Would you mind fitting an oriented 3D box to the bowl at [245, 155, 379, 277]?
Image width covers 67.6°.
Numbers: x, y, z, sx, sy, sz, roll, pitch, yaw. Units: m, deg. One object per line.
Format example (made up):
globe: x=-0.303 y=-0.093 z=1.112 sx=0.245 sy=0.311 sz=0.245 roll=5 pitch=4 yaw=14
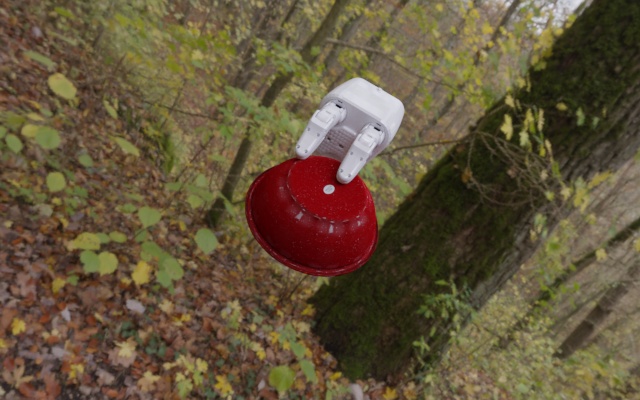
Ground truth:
bowl: x=0.000 y=0.002 z=0.532 sx=0.162 sy=0.162 sz=0.055 roll=0 pitch=-37 yaw=-23
